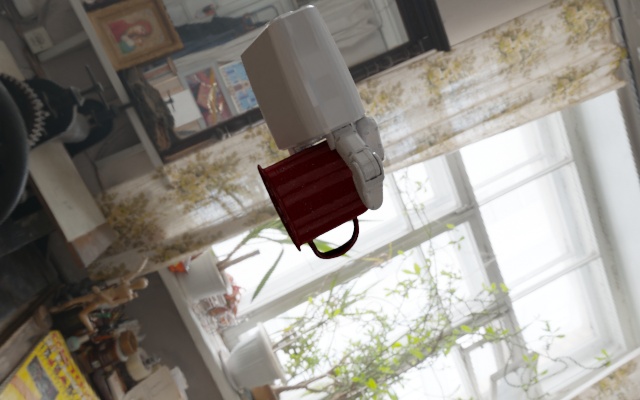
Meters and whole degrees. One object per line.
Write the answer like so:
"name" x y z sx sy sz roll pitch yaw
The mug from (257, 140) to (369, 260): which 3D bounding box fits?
"mug" 0.001 0.003 0.465 0.081 0.117 0.093 -26 11 -8
